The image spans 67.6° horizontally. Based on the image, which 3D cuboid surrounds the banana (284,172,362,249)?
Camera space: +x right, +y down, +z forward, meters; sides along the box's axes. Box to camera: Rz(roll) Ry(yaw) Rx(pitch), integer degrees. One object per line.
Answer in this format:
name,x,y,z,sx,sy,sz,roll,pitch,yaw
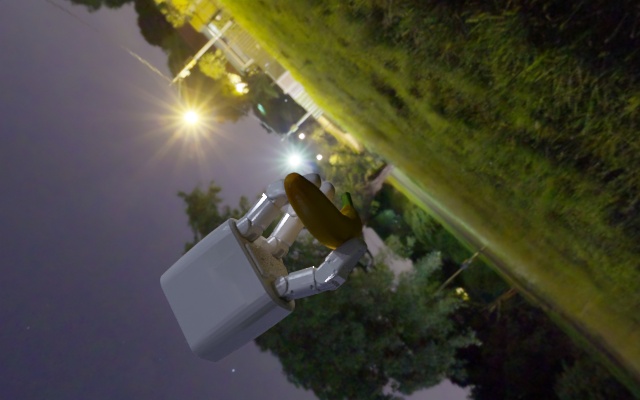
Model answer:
banana,0.010,0.018,0.487,0.037,0.069,0.198,-31,-13,11
